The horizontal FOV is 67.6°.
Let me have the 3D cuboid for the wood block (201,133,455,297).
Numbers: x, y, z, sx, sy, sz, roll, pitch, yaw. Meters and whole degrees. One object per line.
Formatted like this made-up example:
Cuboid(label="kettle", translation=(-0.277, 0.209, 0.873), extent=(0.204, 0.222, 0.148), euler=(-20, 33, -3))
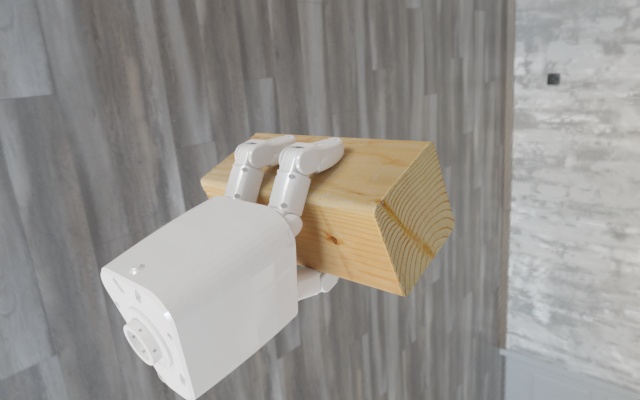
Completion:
Cuboid(label="wood block", translation=(0.000, 0.002, 0.432), extent=(0.206, 0.091, 0.090), euler=(10, 45, 42))
